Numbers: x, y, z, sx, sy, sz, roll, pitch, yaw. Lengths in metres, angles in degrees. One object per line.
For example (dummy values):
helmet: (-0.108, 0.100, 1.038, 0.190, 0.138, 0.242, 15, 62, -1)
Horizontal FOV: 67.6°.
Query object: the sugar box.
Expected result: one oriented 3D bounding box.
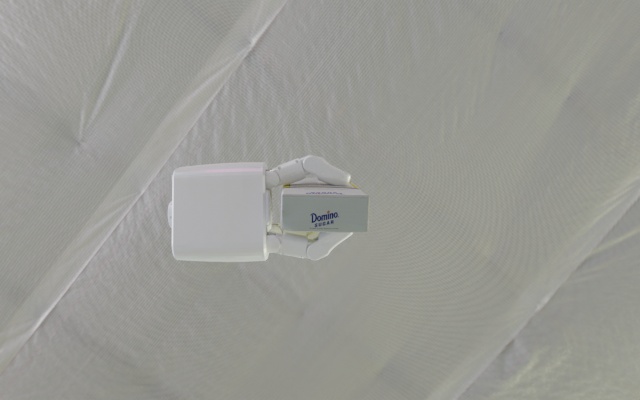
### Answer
sugar box: (0.000, 0.002, 0.576, 0.093, 0.048, 0.176, 1, 10, -3)
